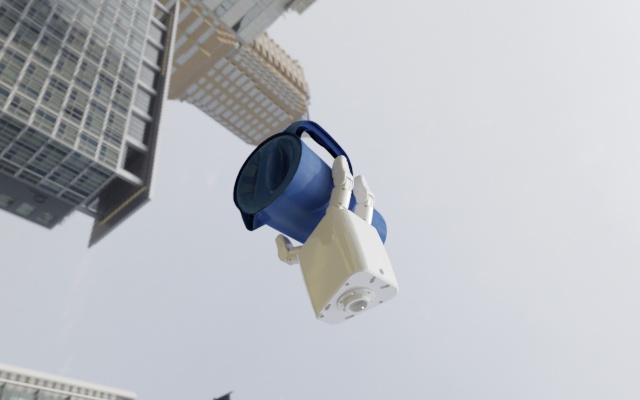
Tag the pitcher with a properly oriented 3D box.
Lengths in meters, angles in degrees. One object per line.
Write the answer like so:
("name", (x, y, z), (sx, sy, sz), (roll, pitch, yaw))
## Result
("pitcher", (0.000, 0.003, 0.738), (0.149, 0.145, 0.243), (-38, -49, 19))
